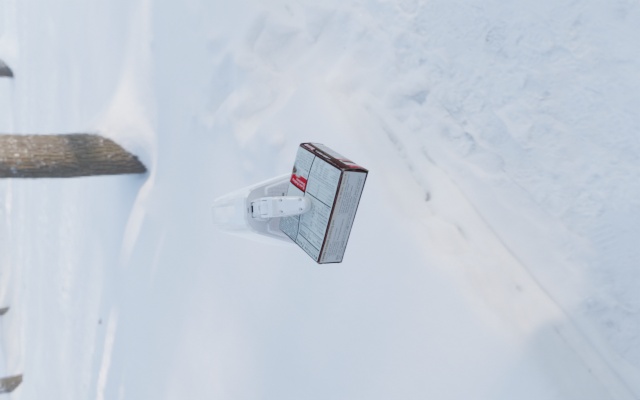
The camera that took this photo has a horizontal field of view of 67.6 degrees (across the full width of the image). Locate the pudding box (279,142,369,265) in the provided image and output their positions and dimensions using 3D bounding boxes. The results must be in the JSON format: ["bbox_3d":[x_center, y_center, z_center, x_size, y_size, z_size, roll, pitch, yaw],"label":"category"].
[{"bbox_3d":[0.000,0.002,0.533,0.039,0.113,0.090,-2,25,-37],"label":"pudding box"}]
